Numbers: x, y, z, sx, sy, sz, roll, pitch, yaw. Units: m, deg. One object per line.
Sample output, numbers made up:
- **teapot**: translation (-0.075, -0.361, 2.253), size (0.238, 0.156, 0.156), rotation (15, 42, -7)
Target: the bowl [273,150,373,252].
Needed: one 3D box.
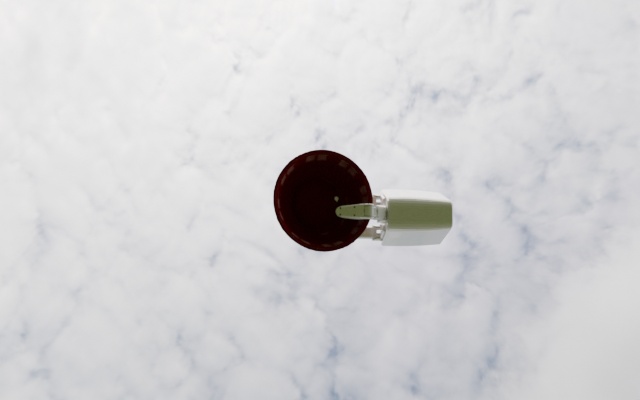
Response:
- **bowl**: translation (-0.001, 0.002, 0.771), size (0.162, 0.162, 0.055), rotation (0, -7, -14)
